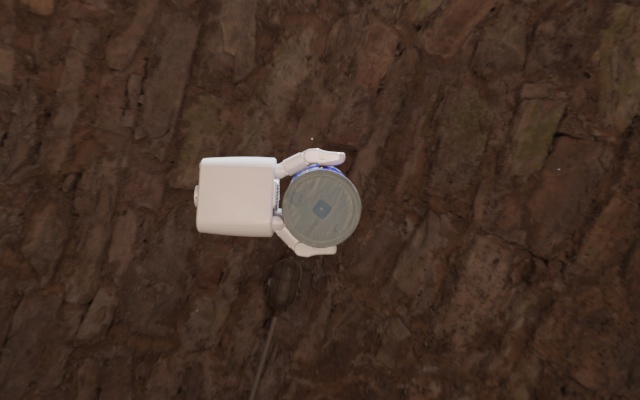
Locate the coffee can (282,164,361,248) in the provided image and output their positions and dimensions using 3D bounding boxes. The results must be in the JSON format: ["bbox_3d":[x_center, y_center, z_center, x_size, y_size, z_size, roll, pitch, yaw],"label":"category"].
[{"bbox_3d":[0.000,0.002,0.681,0.103,0.103,0.140,0,7,-1],"label":"coffee can"}]
